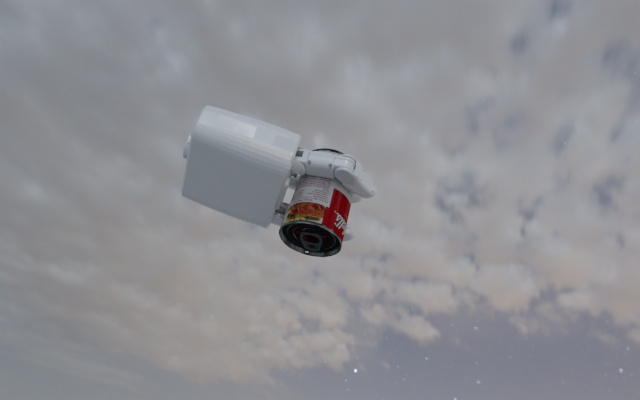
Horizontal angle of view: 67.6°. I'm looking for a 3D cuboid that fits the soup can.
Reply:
[{"bbox_3d":[0.001,0.002,0.527,0.068,0.102,0.069,11,-34,7],"label":"soup can"}]
